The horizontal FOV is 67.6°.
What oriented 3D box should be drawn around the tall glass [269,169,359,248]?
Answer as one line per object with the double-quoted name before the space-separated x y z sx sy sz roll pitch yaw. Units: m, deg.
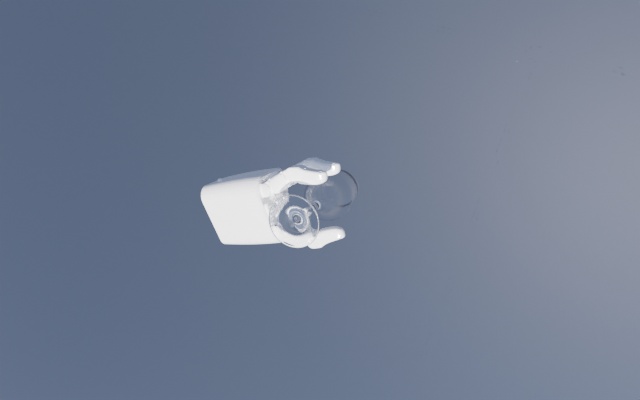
"tall glass" 0.000 0.003 0.720 0.079 0.079 0.201 0 15 23
